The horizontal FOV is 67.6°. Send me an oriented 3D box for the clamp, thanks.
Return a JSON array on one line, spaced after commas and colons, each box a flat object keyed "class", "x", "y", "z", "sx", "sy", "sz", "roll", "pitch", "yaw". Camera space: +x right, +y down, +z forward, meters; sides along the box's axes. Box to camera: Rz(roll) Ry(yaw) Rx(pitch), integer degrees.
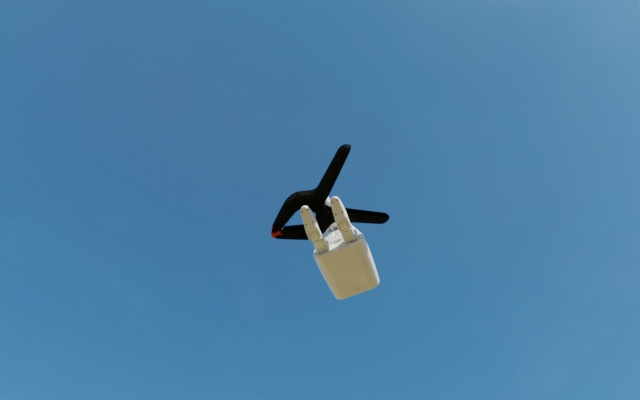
[{"class": "clamp", "x": 0.000, "y": 0.003, "z": 0.853, "sx": 0.210, "sy": 0.165, "sz": 0.036, "roll": -21, "pitch": 21, "yaw": 7}]
